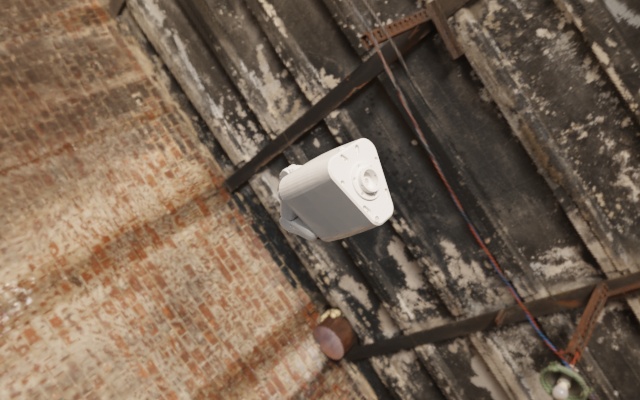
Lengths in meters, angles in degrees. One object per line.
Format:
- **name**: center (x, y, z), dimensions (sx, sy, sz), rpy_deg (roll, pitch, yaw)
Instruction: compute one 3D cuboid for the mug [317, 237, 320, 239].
- **mug**: center (-0.001, 0.003, 0.748), dimensions (0.081, 0.093, 0.117), rpy_deg (-35, 11, -38)
